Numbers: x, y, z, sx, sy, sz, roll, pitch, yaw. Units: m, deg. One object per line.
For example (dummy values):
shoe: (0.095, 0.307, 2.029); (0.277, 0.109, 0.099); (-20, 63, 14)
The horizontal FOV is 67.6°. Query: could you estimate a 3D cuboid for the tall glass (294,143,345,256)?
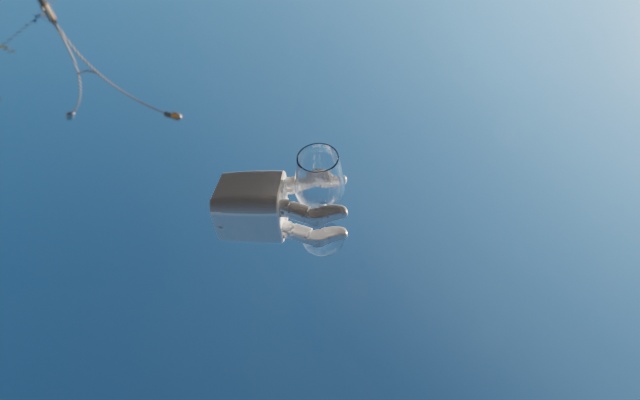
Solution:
tall glass: (0.000, 0.003, 0.763); (0.079, 0.079, 0.201); (0, -41, 3)
